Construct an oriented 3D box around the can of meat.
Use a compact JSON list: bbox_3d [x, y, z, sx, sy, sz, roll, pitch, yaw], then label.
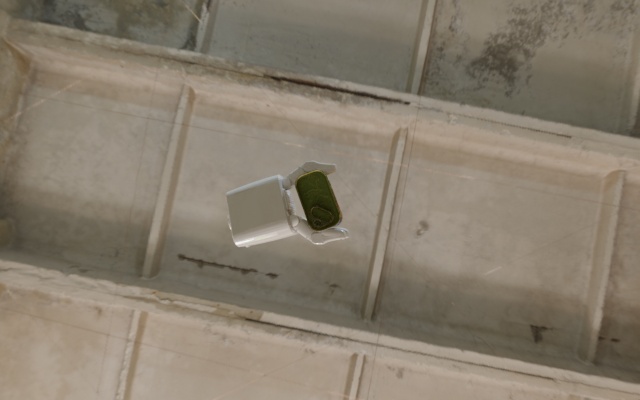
[{"bbox_3d":[0.000,0.003,0.840,0.057,0.102,0.084,-20,-6,5],"label":"can of meat"}]
